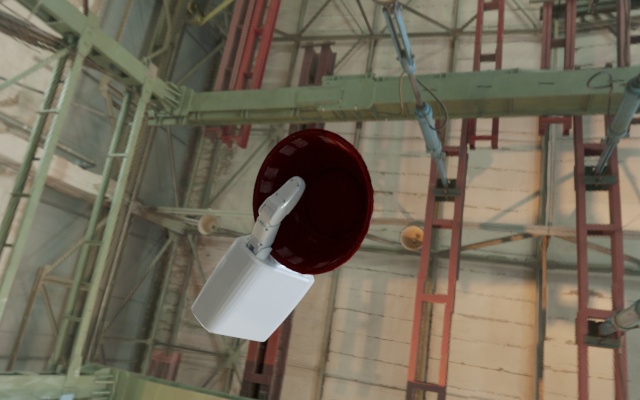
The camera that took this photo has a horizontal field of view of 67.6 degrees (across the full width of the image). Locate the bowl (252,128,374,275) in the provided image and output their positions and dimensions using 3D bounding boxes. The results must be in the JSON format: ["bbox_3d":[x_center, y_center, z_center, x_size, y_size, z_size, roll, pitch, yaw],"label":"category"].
[{"bbox_3d":[0.001,0.001,0.546,0.162,0.162,0.055,0,-2,34],"label":"bowl"}]
